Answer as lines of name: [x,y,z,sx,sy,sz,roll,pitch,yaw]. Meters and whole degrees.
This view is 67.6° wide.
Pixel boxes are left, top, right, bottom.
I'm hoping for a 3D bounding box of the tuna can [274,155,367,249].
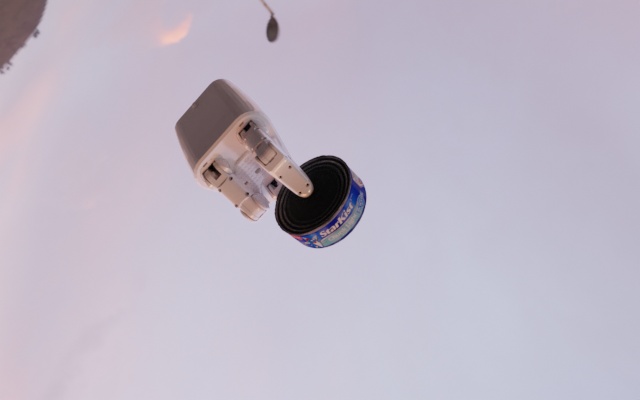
tuna can: [0.000,0.002,0.452,0.086,0.086,0.034,0,-30,40]
